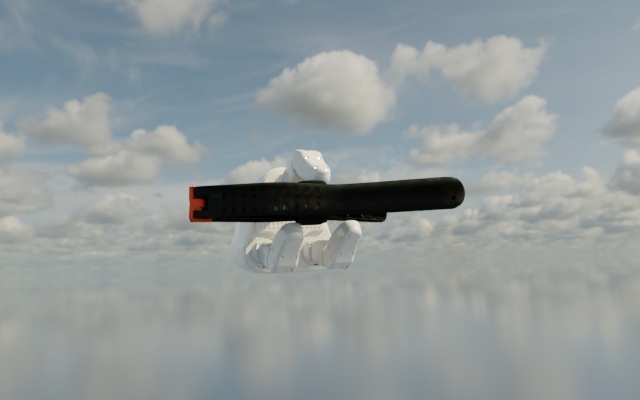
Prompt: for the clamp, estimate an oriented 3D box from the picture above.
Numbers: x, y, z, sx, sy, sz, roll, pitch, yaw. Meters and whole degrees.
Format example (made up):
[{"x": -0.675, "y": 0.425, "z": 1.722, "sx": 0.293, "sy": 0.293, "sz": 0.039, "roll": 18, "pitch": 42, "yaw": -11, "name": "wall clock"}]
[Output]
[{"x": -0.001, "y": 0.001, "z": 0.401, "sx": 0.210, "sy": 0.036, "sz": 0.164, "roll": 1, "pitch": -8, "yaw": -22, "name": "clamp"}]
